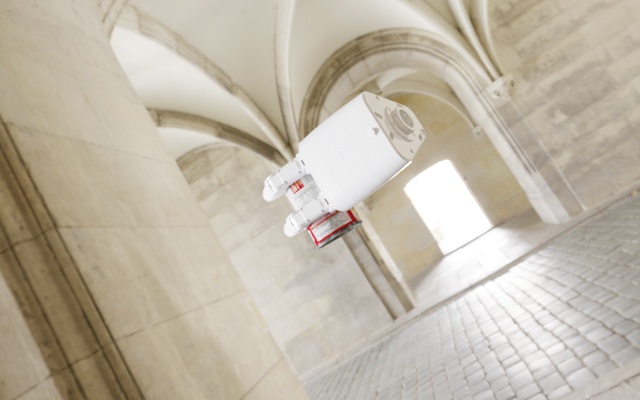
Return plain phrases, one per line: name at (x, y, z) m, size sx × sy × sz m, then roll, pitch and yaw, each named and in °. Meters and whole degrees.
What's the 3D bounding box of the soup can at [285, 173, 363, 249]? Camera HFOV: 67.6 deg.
soup can at (0.000, 0.002, 0.620) m, size 0.068 × 0.102 × 0.068 m, roll -30°, pitch -8°, yaw -5°
